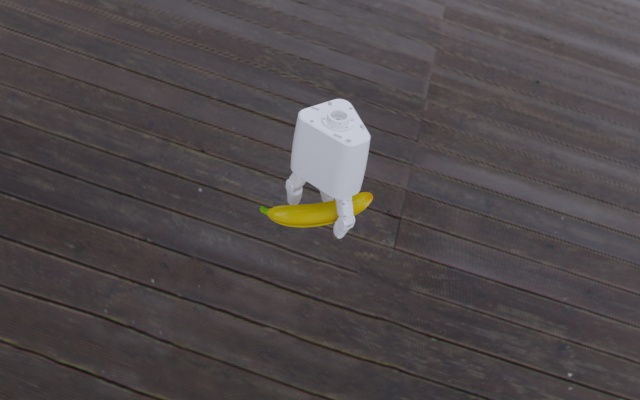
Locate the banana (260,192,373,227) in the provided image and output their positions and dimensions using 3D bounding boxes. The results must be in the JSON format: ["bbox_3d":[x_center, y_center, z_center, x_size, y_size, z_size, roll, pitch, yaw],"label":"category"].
[{"bbox_3d":[0.001,0.014,0.796,0.198,0.037,0.069,-5,37,-11],"label":"banana"}]
